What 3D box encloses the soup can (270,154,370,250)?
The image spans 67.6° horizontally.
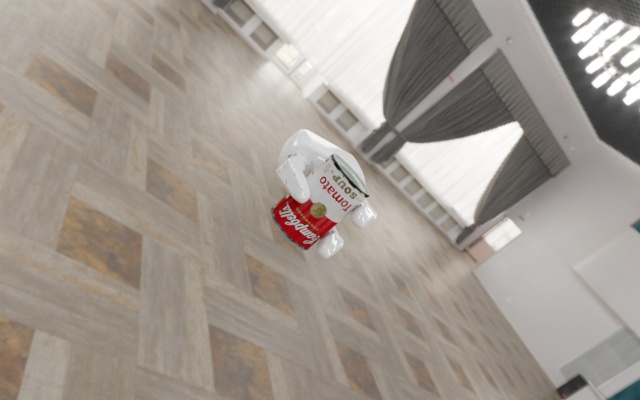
[{"bbox_3d":[0.000,0.002,0.568,0.102,0.068,0.068,-41,-12,14],"label":"soup can"}]
